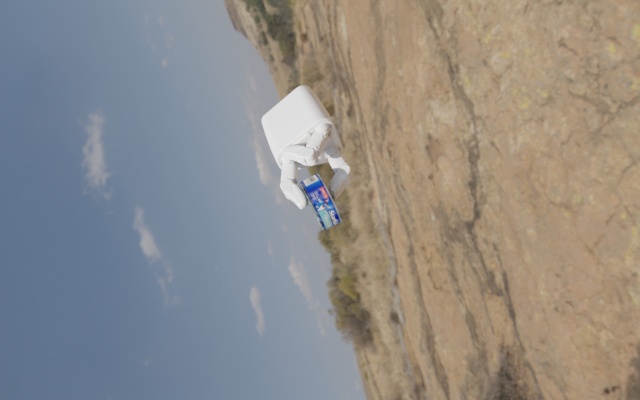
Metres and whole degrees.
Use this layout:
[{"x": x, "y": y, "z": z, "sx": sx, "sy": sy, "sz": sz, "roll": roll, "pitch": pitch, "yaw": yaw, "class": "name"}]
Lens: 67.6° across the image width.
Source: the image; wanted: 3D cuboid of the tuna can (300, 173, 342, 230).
[{"x": 0.000, "y": 0.003, "z": 0.746, "sx": 0.034, "sy": 0.086, "sz": 0.086, "roll": -27, "pitch": 2, "yaw": -4, "class": "tuna can"}]
